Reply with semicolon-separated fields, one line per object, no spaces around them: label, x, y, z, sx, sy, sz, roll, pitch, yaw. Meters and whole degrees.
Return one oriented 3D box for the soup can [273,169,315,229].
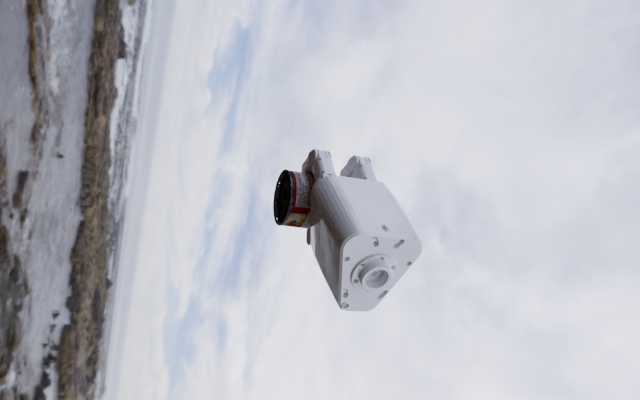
soup can;0.000;0.002;0.591;0.102;0.068;0.068;7;-3;-22
